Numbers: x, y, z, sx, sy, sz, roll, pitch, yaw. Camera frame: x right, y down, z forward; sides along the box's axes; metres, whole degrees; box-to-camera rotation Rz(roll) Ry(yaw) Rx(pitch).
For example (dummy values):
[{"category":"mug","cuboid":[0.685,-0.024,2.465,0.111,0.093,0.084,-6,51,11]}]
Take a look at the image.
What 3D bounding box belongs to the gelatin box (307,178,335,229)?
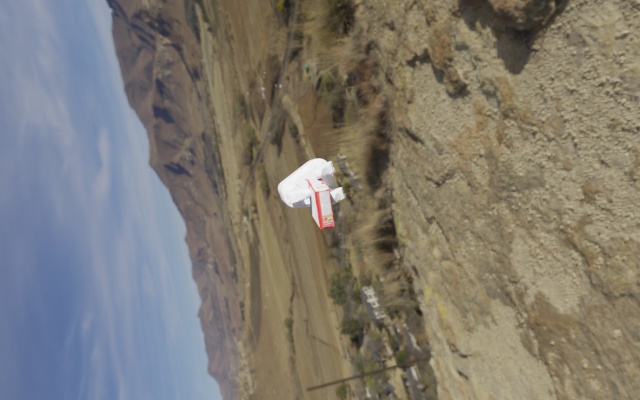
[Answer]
[{"category":"gelatin box","cuboid":[0.000,0.003,0.880,0.030,0.073,0.089,-11,19,-8]}]
